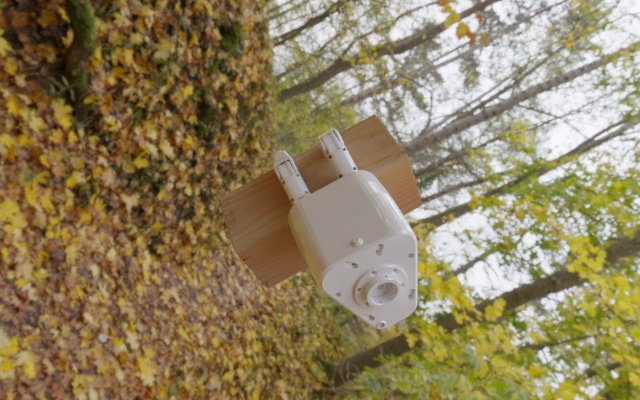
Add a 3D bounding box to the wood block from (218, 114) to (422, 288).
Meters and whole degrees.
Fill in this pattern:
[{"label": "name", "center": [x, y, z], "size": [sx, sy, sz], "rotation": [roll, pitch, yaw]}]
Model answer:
[{"label": "wood block", "center": [0.000, 0.002, 0.555], "size": [0.206, 0.090, 0.091], "rotation": [-28, -42, 0]}]
